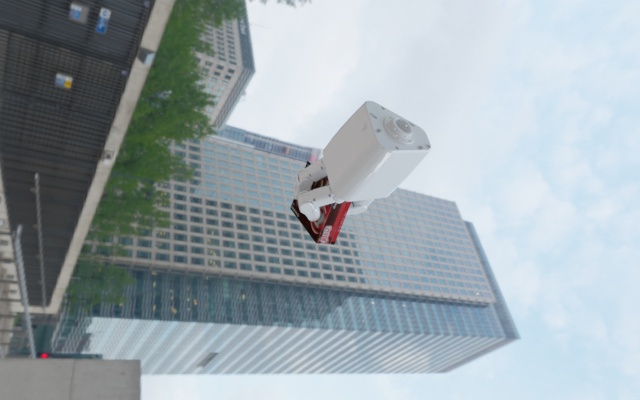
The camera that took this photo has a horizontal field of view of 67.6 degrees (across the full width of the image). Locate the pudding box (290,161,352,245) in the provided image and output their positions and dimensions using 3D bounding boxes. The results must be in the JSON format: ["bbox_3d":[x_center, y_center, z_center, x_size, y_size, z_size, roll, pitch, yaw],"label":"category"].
[{"bbox_3d":[0.000,0.002,0.741,0.039,0.090,0.113,10,22,-29],"label":"pudding box"}]
